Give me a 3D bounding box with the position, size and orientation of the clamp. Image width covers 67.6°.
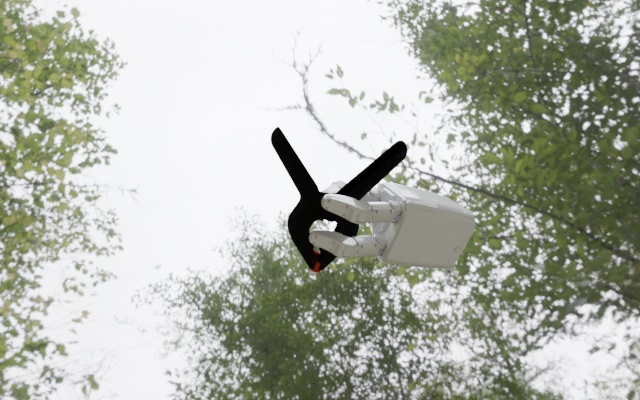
[{"bbox_3d":[0.000,0.002,0.609,0.164,0.210,0.036,11,31,-13],"label":"clamp"}]
